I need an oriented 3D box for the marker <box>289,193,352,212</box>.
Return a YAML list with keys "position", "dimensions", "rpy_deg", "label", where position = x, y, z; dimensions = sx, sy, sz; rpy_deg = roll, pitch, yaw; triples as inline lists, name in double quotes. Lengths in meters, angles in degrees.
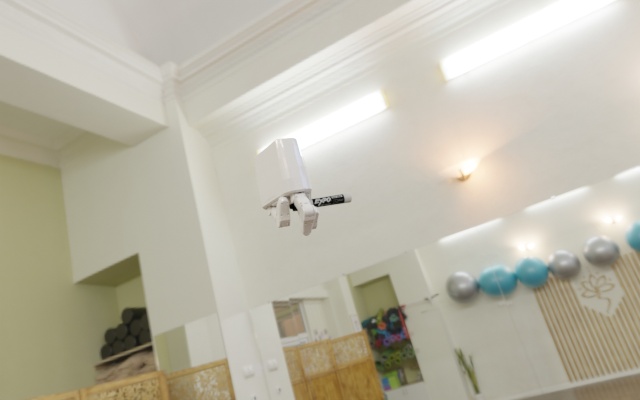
- position: [0.000, 0.003, 0.883]
  dimensions: [0.121, 0.020, 0.020]
  rpy_deg: [-9, 3, -22]
  label: "marker"
